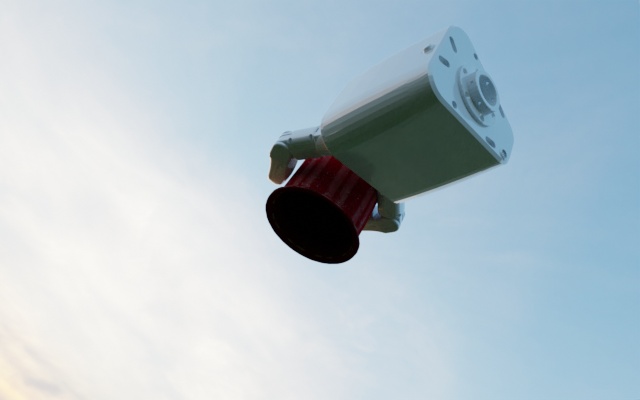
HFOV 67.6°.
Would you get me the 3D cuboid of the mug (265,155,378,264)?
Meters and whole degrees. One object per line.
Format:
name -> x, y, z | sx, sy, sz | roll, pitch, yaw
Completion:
mug -> -0.001, 0.002, 0.458 | 0.117, 0.093, 0.081 | -18, 28, 43
